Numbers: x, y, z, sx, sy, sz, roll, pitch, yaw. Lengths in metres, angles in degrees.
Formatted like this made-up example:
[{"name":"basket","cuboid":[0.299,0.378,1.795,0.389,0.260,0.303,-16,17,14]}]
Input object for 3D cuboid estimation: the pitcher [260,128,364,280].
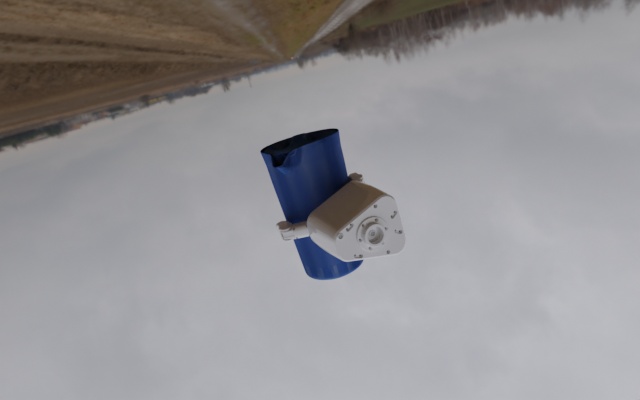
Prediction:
[{"name":"pitcher","cuboid":[0.000,0.003,0.820,0.149,0.243,0.145,-21,17,-16]}]
